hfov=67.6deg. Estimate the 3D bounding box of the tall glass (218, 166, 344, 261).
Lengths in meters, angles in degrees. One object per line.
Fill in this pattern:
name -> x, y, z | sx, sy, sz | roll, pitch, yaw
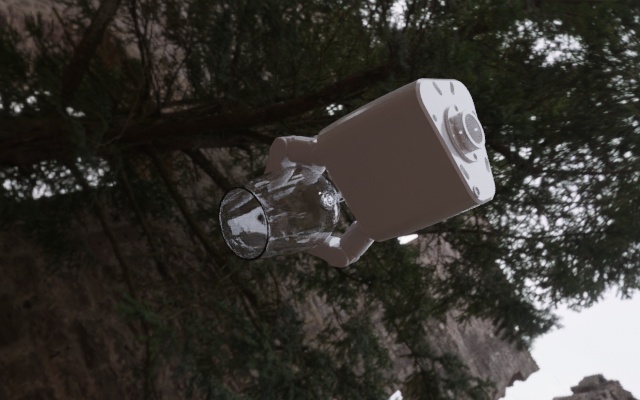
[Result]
tall glass -> 0.000, 0.001, 0.460 | 0.079, 0.079, 0.201 | 0, 10, 41
